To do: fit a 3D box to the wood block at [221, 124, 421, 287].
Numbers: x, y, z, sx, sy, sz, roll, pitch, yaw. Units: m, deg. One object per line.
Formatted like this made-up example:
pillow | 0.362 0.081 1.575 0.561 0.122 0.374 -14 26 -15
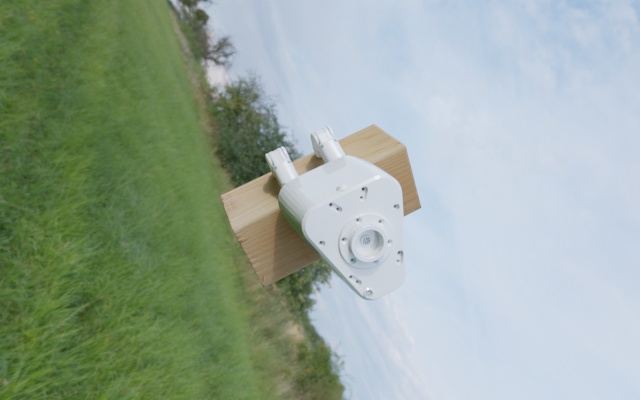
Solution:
wood block | 0.000 0.002 0.563 0.206 0.091 0.090 -26 31 -7
